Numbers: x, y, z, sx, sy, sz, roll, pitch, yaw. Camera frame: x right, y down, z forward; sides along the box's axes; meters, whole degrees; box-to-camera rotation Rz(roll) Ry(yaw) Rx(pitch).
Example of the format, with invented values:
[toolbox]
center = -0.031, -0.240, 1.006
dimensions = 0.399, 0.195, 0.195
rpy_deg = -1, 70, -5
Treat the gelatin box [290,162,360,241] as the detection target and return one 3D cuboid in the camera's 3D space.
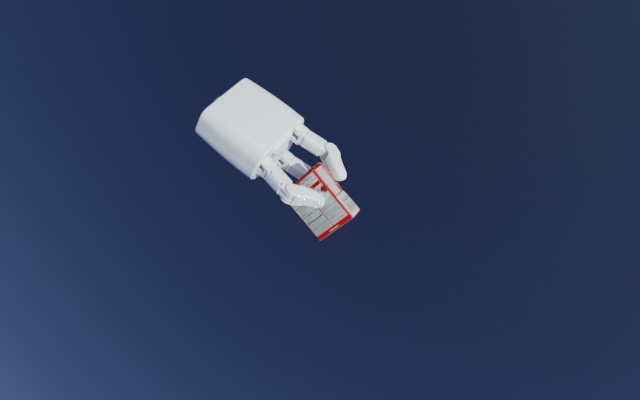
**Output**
[gelatin box]
center = 0.000, 0.003, 0.675
dimensions = 0.073, 0.089, 0.030
rpy_deg = -38, 2, 37
